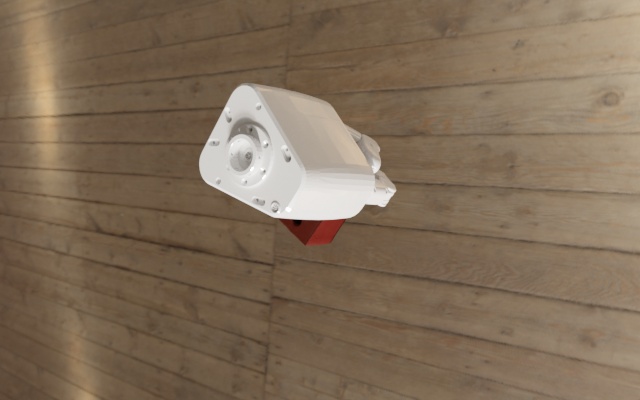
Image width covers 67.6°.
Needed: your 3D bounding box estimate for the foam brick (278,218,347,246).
[{"bbox_3d":[0.000,0.002,0.502,0.053,0.078,0.051,43,23,25],"label":"foam brick"}]
